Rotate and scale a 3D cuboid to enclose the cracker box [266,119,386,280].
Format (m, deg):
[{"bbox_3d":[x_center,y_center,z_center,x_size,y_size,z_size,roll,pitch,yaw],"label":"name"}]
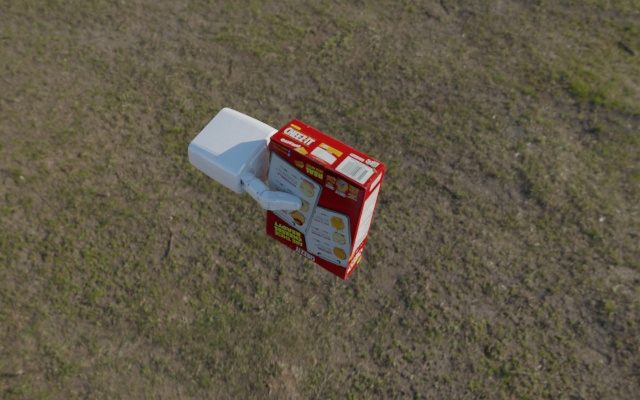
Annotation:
[{"bbox_3d":[0.000,0.002,0.744,0.164,0.214,0.072,29,49,19],"label":"cracker box"}]
